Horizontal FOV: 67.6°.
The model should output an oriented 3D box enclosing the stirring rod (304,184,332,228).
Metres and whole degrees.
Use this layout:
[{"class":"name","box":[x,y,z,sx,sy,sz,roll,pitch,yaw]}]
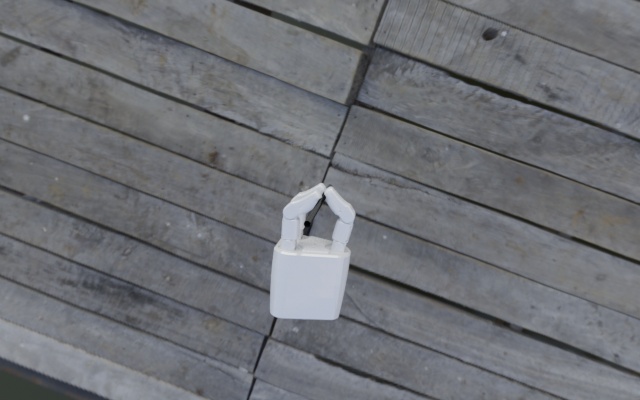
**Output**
[{"class":"stirring rod","box":[0.000,0.002,0.660,0.011,0.011,0.239,0,12,8]}]
